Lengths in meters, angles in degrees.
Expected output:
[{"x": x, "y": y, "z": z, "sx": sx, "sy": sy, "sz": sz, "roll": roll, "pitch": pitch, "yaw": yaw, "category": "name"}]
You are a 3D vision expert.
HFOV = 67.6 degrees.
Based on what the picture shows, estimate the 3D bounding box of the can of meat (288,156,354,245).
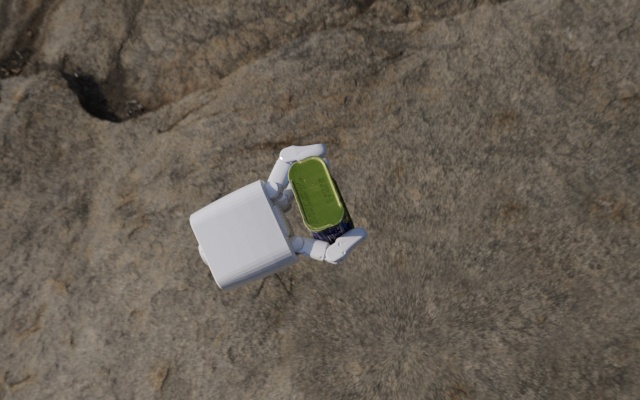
[{"x": 0.000, "y": 0.002, "z": 0.615, "sx": 0.057, "sy": 0.102, "sz": 0.084, "roll": -22, "pitch": -19, "yaw": 3, "category": "can of meat"}]
